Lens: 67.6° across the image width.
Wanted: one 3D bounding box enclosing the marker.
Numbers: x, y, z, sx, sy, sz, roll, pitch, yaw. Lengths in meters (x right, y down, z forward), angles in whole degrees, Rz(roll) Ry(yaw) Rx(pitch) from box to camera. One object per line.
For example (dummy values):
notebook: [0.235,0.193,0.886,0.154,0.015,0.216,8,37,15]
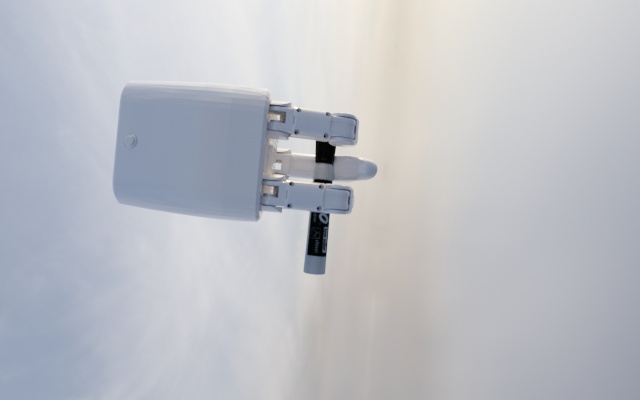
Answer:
marker: [0.000,0.001,0.404,0.020,0.121,0.020,5,-1,0]
